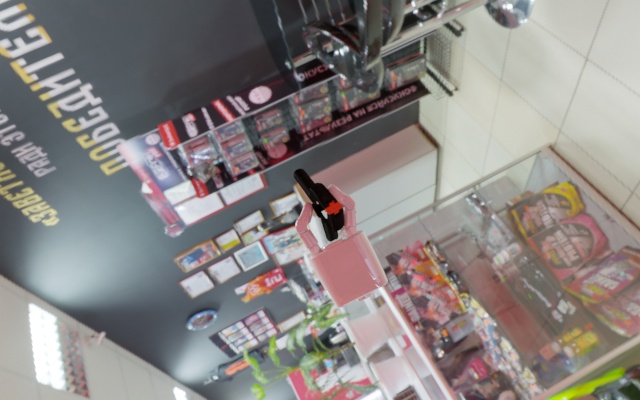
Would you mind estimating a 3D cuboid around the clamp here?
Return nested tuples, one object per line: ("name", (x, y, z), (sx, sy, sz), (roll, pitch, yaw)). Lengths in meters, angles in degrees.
("clamp", (0.000, 0.003, 0.889), (0.036, 0.164, 0.210), (-30, -1, -8))
